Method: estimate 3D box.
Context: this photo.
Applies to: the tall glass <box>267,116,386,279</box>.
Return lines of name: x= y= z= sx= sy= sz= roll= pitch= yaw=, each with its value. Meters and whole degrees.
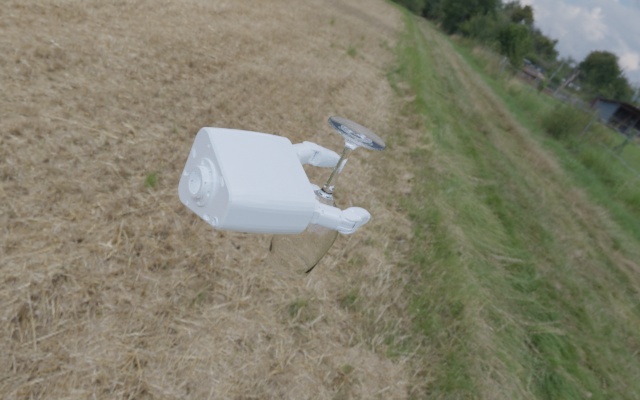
tall glass: x=0.001 y=0.001 z=0.591 sx=0.079 sy=0.201 sz=0.079 roll=23 pitch=24 yaw=-11
